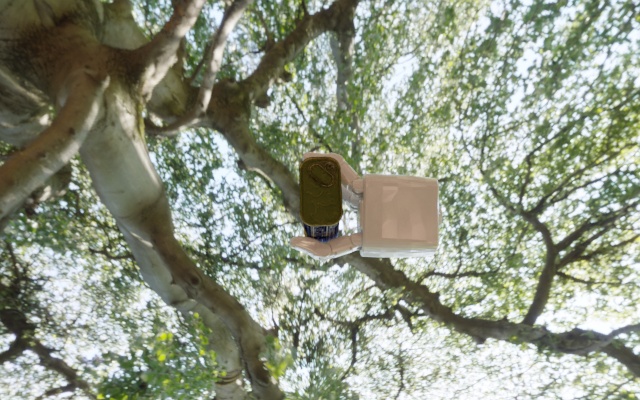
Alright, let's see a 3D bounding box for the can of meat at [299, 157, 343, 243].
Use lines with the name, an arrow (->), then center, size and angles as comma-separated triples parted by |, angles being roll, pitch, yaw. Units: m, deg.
can of meat -> 0.000, 0.002, 0.676 | 0.057, 0.102, 0.084 | -2, -23, -1
